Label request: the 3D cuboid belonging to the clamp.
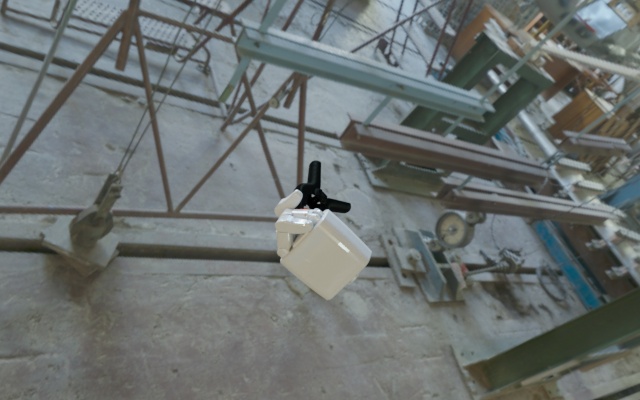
[{"bbox_3d":[0.000,0.003,0.879,0.039,0.120,0.171,-40,9,34],"label":"clamp"}]
